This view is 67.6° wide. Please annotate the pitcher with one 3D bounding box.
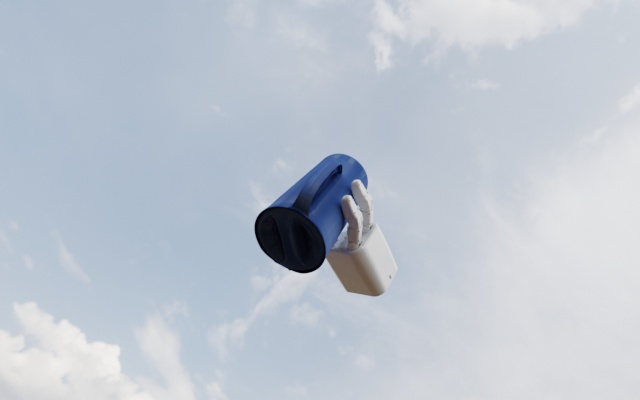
[{"bbox_3d":[0.000,0.003,0.861,0.149,0.145,0.242,-15,22,36],"label":"pitcher"}]
